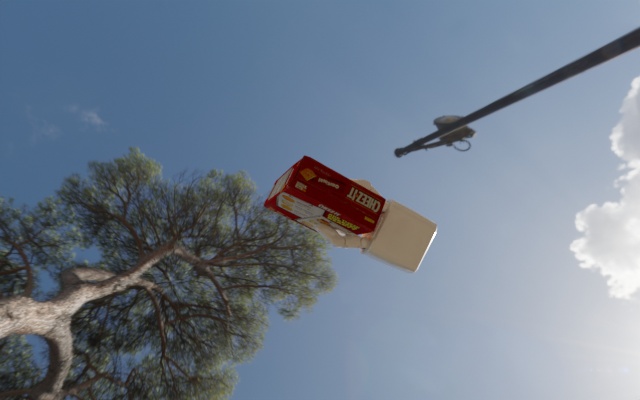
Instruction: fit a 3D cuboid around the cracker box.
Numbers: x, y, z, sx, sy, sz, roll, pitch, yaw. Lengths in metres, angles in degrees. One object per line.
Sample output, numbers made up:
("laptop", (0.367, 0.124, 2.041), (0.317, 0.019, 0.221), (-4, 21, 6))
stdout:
("cracker box", (0.000, 0.003, 0.879), (0.164, 0.072, 0.214), (27, -16, -12))
